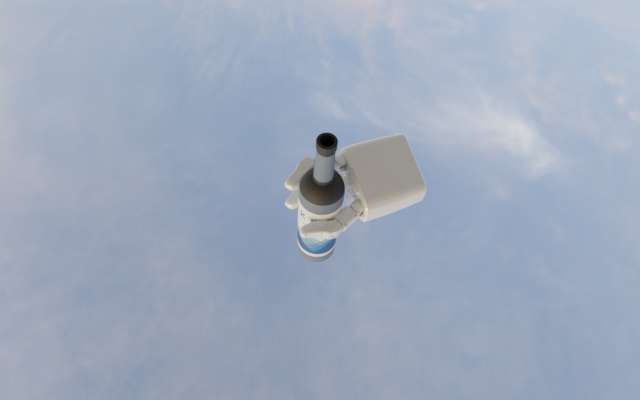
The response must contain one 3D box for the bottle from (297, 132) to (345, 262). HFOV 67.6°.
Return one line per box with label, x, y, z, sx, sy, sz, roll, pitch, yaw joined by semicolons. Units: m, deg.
bottle;0.000;0.003;0.717;0.069;0.069;0.296;0;-31;-4
